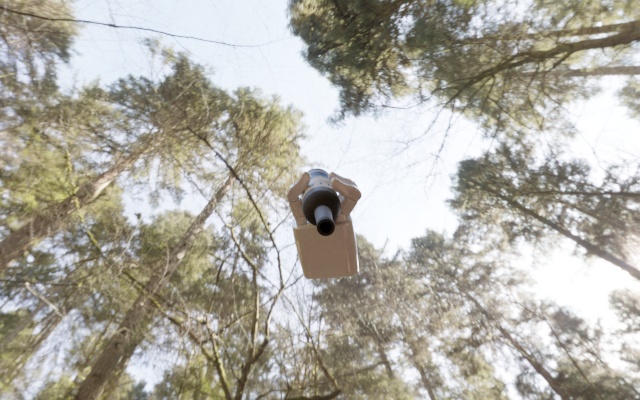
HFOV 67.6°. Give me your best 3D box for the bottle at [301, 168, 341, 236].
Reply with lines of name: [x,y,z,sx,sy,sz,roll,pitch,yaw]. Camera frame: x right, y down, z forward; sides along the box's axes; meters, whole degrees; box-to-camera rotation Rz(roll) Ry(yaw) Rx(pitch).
bottle: [0.000,0.003,0.852,0.069,0.069,0.295,0,15,-3]
